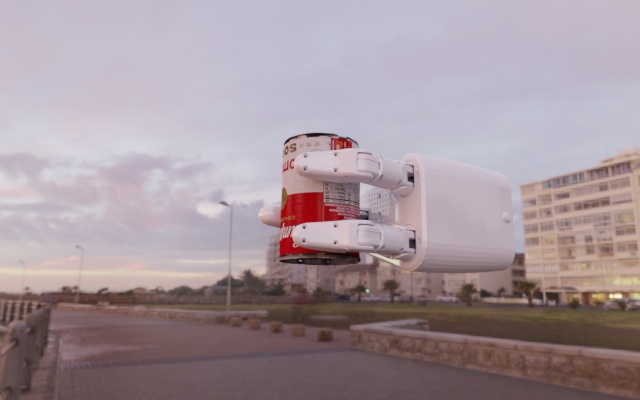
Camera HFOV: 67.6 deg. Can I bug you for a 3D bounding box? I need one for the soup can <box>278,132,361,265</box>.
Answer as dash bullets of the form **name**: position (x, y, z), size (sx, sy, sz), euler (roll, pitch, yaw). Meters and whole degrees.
- **soup can**: position (0.000, 0.001, 0.404), size (0.068, 0.102, 0.068), euler (1, -12, 0)
